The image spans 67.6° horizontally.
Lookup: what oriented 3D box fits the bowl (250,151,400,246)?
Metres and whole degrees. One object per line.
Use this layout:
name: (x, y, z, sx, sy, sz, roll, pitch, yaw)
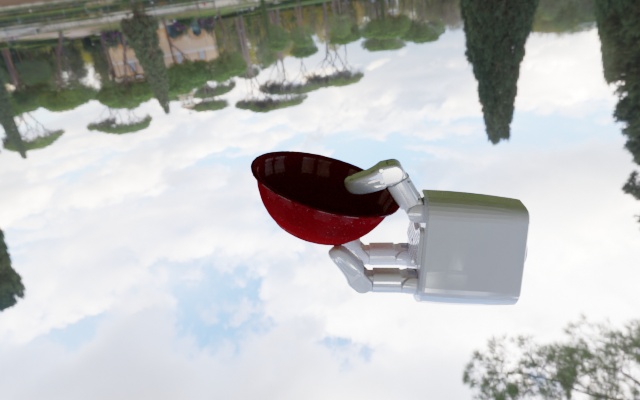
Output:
bowl: (-0.001, 0.002, 0.511, 0.162, 0.055, 0.162, 14, 23, -6)
